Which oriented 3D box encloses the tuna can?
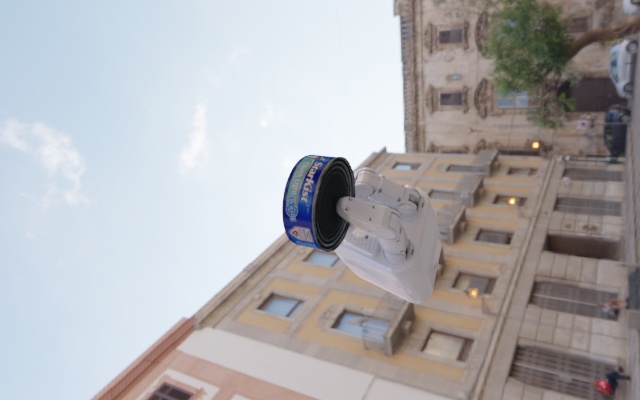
[{"bbox_3d":[0.000,0.001,0.432,0.034,0.086,0.086,9,4,25],"label":"tuna can"}]
